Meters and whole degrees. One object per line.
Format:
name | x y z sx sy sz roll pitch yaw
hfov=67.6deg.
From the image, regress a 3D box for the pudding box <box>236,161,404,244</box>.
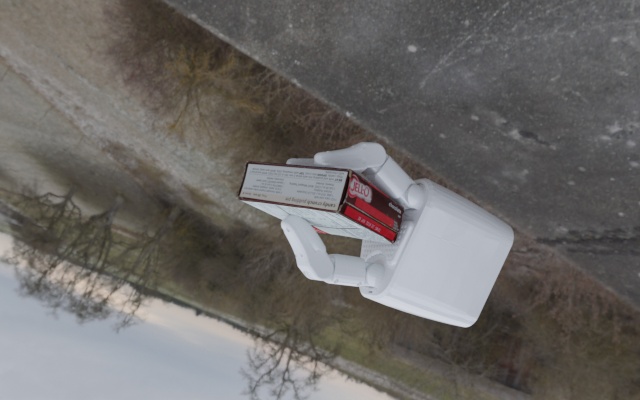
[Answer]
pudding box | 0.000 0.001 0.401 0.113 0.039 0.090 5 -16 38
